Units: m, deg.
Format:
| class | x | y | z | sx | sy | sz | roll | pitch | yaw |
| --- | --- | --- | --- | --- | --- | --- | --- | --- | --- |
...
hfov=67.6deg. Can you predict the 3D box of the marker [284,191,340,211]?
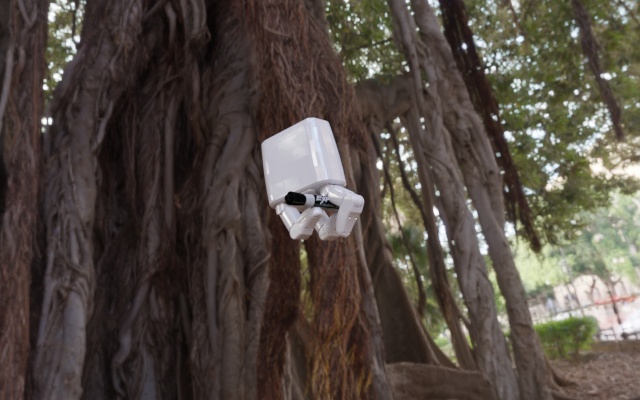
| class | x | y | z | sx | sy | sz | roll | pitch | yaw |
| --- | --- | --- | --- | --- | --- | --- | --- | --- | --- |
| marker | 0.000 | 0.002 | 0.656 | 0.121 | 0.020 | 0.020 | 7 | -5 | -42 |
